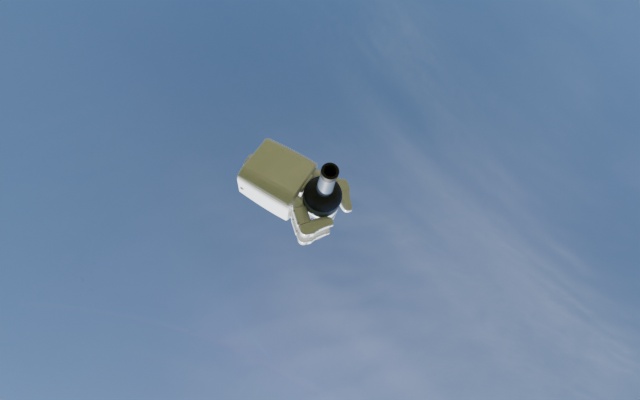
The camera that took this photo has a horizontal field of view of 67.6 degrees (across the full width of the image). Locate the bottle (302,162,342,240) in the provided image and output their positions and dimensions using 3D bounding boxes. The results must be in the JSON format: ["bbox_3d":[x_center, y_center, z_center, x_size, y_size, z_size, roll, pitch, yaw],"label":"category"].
[{"bbox_3d":[0.000,0.003,0.839,0.069,0.069,0.296,0,-18,-6],"label":"bottle"}]
